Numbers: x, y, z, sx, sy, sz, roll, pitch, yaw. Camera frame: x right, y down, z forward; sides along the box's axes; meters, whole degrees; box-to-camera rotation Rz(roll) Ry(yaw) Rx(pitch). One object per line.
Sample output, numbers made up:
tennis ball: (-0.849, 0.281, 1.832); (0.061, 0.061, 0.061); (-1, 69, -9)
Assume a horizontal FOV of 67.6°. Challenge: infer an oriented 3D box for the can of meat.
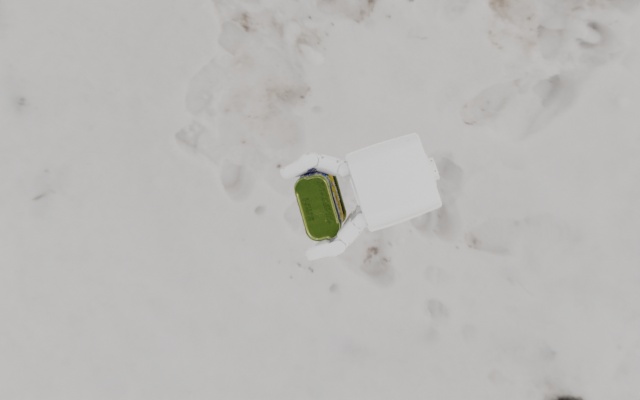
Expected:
can of meat: (0.000, 0.002, 0.711); (0.057, 0.102, 0.084); (-14, 11, 9)
